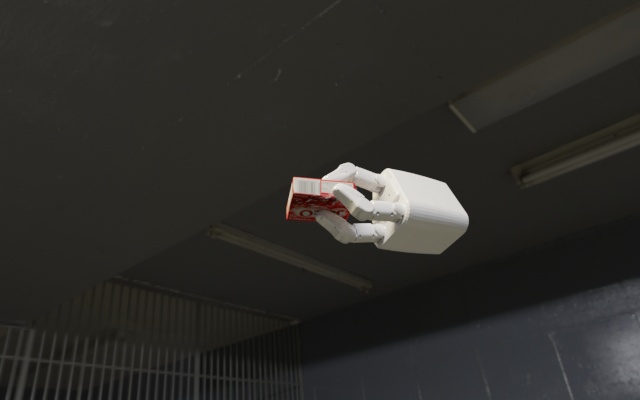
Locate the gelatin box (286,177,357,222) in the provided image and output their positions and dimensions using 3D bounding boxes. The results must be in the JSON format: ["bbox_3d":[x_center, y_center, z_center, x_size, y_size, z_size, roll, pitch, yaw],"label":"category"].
[{"bbox_3d":[0.000,0.002,0.672,0.089,0.030,0.073,5,-32,-9],"label":"gelatin box"}]
